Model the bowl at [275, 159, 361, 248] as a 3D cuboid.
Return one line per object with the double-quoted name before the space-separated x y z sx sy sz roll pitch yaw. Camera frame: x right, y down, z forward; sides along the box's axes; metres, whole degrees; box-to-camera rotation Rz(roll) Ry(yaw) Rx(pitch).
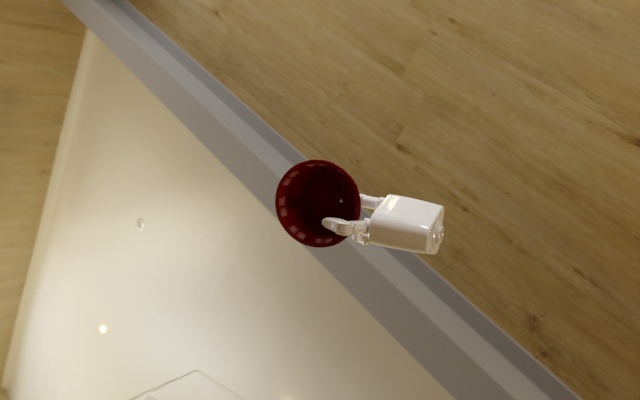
"bowl" -0.001 0.002 0.885 0.162 0.162 0.055 0 9 15
